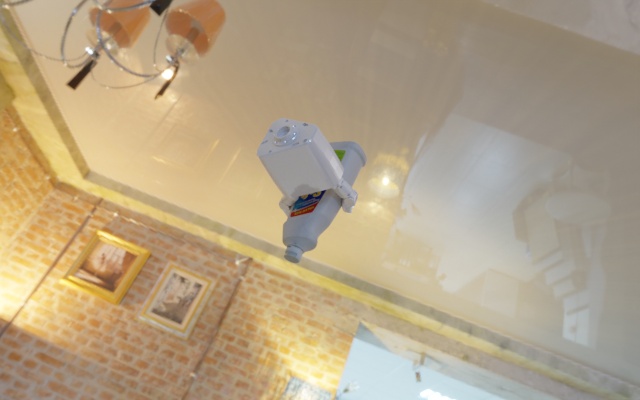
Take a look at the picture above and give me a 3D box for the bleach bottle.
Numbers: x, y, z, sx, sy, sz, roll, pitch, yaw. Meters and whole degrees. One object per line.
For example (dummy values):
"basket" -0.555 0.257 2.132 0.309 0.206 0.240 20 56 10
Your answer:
"bleach bottle" 0.000 0.003 0.884 0.102 0.250 0.068 0 -38 34
